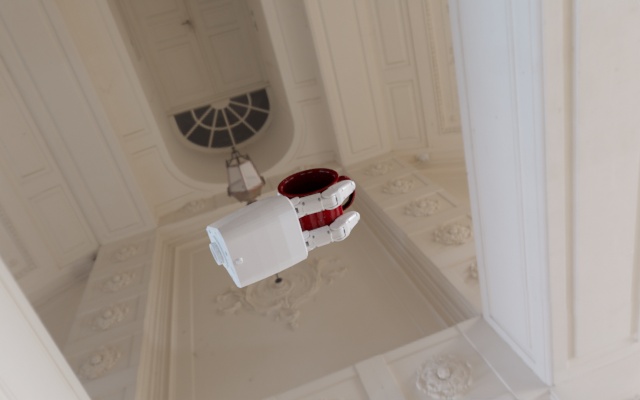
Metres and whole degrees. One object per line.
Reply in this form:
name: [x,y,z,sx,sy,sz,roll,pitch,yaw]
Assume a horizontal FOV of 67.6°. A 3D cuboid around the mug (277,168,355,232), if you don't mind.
mug: [0.001,0.002,0.725,0.117,0.081,0.093,-23,27,-19]
